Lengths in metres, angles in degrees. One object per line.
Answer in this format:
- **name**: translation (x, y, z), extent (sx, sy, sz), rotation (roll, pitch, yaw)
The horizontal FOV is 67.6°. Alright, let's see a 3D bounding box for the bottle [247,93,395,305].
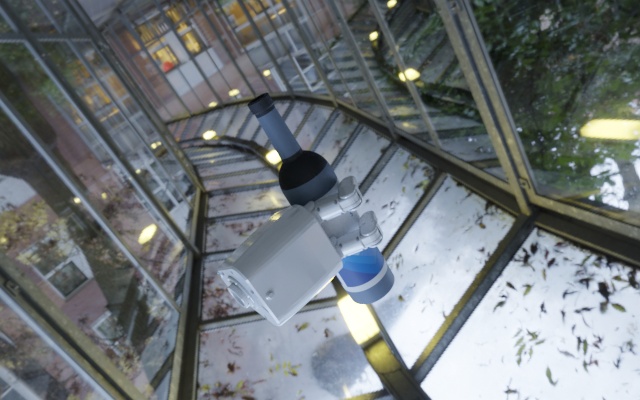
- **bottle**: translation (0.000, 0.002, 0.591), extent (0.069, 0.296, 0.069), rotation (-26, 24, 12)
